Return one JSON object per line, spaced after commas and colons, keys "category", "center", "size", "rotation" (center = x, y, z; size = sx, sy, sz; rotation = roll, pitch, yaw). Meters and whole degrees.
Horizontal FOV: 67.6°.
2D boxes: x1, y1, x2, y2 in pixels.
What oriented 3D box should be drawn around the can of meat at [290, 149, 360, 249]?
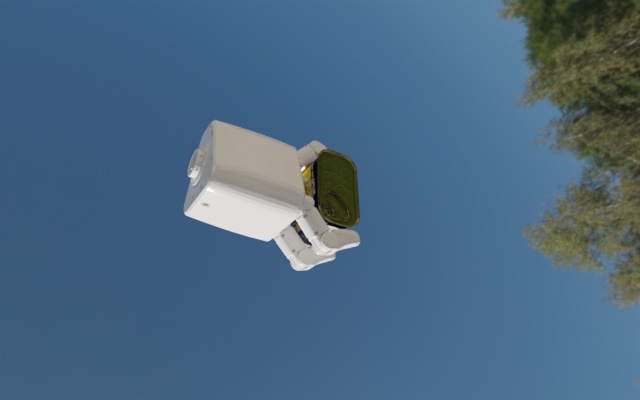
{"category": "can of meat", "center": [0.000, 0.002, 0.595], "size": [0.057, 0.102, 0.084], "rotation": [17, -35, -28]}
